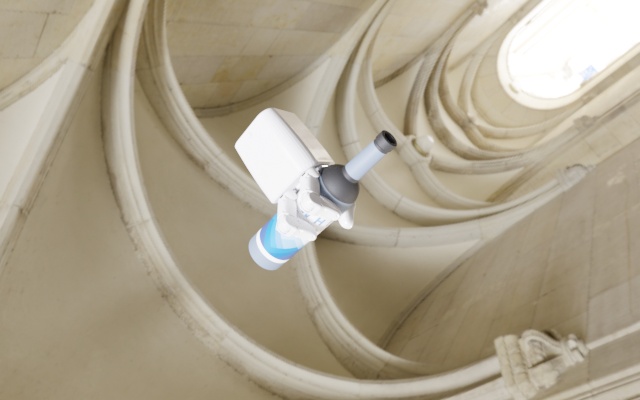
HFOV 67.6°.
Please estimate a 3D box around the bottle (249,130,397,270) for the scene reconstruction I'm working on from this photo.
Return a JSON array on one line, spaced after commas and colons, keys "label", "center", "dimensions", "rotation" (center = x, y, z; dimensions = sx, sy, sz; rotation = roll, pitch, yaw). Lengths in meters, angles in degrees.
[{"label": "bottle", "center": [0.000, 0.002, 0.695], "dimensions": [0.069, 0.069, 0.296], "rotation": [0, -34, -47]}]
